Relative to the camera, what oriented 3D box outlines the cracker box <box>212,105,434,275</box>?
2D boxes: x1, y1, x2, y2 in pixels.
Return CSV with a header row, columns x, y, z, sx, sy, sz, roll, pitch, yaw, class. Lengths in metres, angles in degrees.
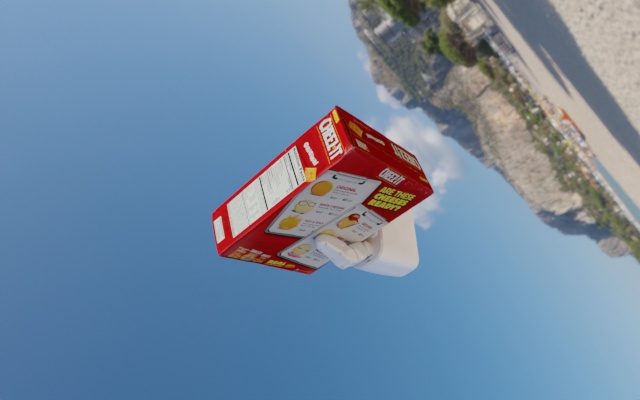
x,y,z,sx,sy,sz,roll,pitch,yaw,class
0.000,0.002,0.575,0.214,0.072,0.164,-38,-36,26,cracker box
